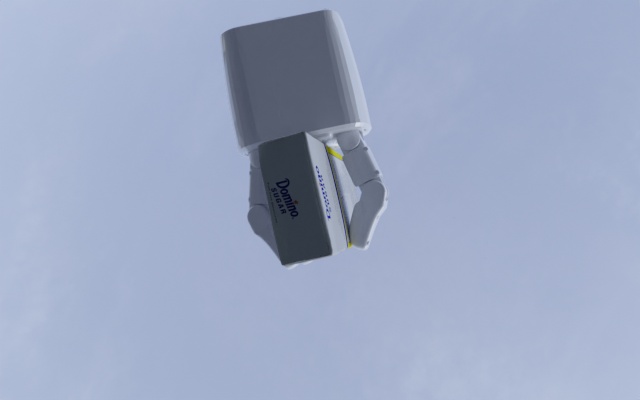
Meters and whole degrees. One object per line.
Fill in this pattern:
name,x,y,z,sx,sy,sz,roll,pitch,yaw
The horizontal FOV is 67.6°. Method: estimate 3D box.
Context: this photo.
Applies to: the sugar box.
sugar box,0.000,0.001,0.421,0.048,0.093,0.176,-14,-5,15
